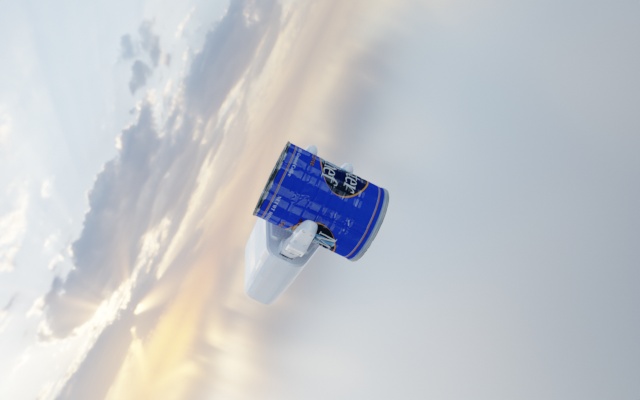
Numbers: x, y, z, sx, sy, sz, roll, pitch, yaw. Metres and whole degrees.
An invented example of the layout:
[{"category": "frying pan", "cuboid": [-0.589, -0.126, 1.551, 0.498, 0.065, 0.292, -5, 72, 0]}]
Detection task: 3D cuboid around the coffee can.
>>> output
[{"category": "coffee can", "cuboid": [0.000, 0.002, 0.600, 0.140, 0.103, 0.103, 26, -4, -9]}]
